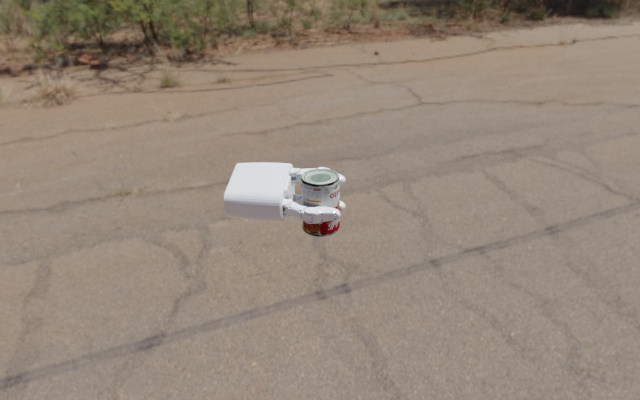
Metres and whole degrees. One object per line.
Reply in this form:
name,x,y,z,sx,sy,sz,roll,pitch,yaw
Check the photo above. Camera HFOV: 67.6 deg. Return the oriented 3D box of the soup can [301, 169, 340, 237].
soup can,0.001,0.003,0.839,0.068,0.102,0.068,-1,28,1
